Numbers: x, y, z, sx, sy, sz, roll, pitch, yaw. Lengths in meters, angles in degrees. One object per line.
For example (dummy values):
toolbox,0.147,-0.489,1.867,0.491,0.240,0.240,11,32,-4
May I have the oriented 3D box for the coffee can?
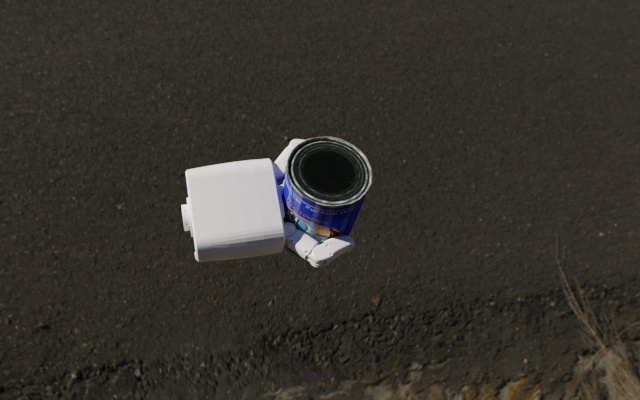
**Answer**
coffee can,0.000,0.002,0.613,0.103,0.102,0.140,0,-33,-11
